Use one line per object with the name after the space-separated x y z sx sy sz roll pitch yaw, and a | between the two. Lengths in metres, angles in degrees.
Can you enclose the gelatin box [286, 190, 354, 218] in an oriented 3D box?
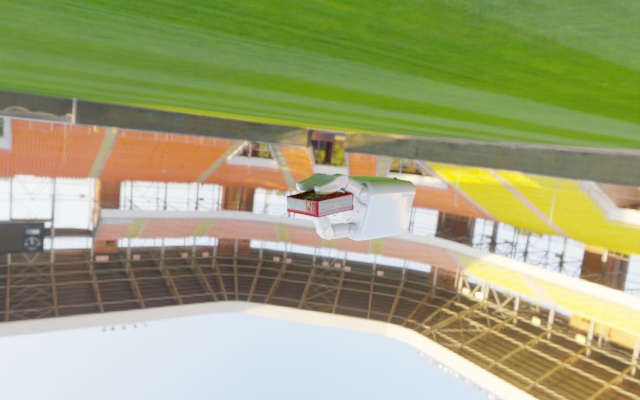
0.000 0.003 0.787 0.073 0.030 0.089 10 16 44 | gelatin box
